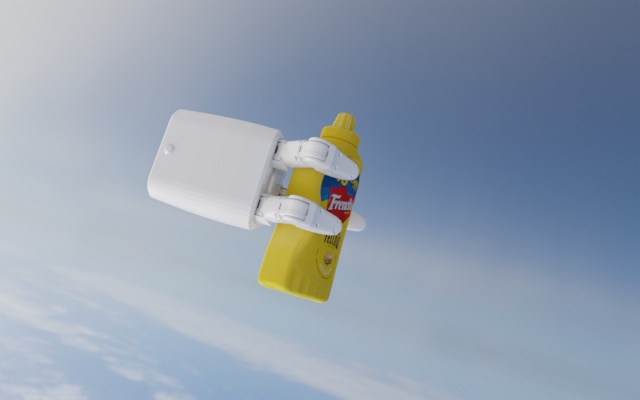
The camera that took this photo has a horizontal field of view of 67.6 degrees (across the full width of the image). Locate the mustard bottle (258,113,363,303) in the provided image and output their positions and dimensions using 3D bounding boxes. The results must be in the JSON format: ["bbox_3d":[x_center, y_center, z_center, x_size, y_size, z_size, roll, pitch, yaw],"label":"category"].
[{"bbox_3d":[0.000,0.002,0.480,0.058,0.191,0.096,10,-13,30],"label":"mustard bottle"}]
